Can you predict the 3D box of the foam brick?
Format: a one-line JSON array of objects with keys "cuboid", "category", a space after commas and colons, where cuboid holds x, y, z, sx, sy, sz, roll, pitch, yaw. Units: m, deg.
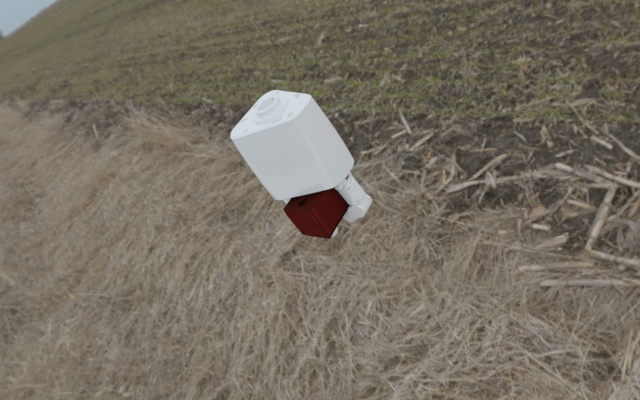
[{"cuboid": [0.000, 0.002, 0.616, 0.053, 0.078, 0.051, 2, -42, 43], "category": "foam brick"}]
